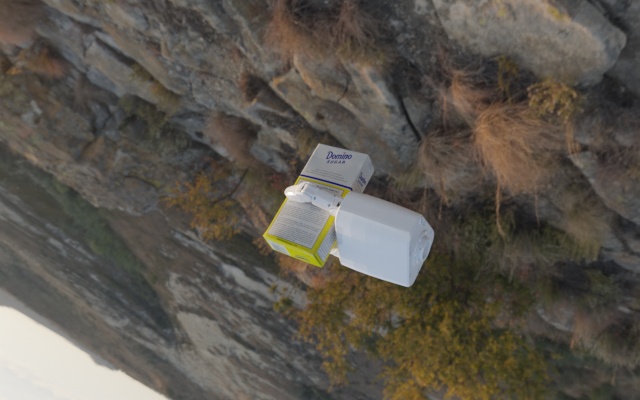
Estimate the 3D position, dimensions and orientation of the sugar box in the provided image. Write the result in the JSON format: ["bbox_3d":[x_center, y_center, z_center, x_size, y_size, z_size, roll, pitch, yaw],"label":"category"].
[{"bbox_3d":[0.000,0.003,0.703,0.093,0.176,0.048,17,-27,30],"label":"sugar box"}]
